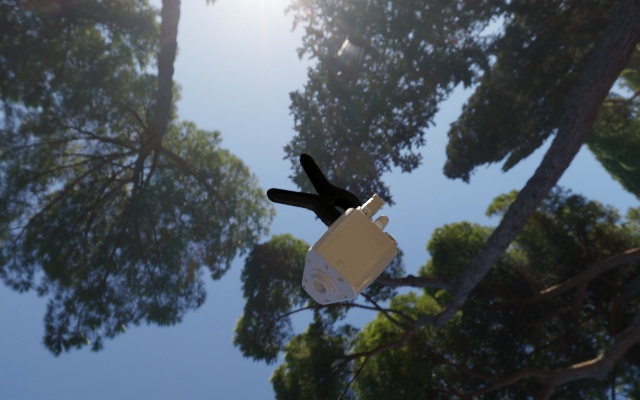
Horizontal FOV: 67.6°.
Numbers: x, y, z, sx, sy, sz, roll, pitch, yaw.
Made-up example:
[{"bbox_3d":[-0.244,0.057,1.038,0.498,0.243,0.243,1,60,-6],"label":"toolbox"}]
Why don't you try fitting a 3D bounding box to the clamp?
[{"bbox_3d":[0.000,0.003,0.771,0.120,0.171,0.039,-43,-16,-34],"label":"clamp"}]
